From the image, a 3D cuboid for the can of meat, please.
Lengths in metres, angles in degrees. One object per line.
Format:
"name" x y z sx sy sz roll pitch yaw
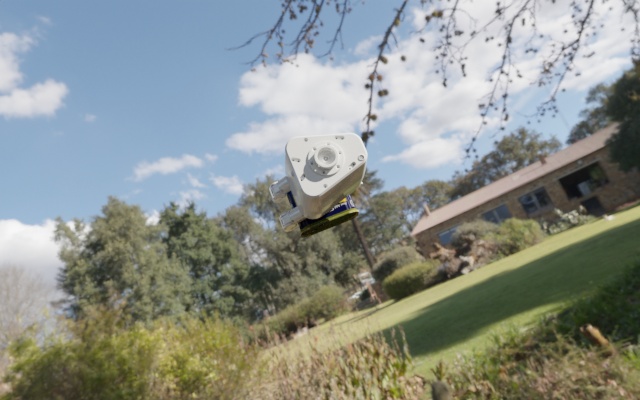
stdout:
"can of meat" 0.000 0.002 0.788 0.102 0.084 0.057 -22 -14 -4
